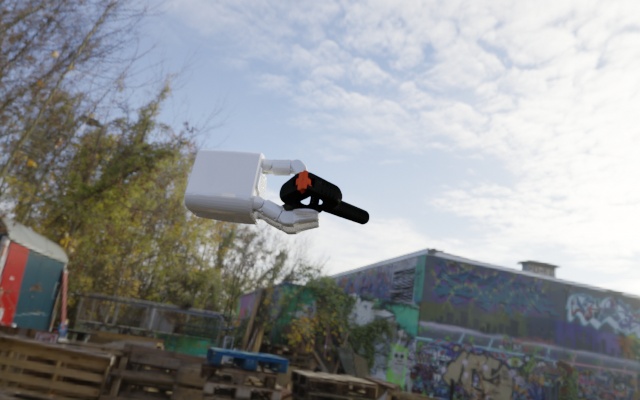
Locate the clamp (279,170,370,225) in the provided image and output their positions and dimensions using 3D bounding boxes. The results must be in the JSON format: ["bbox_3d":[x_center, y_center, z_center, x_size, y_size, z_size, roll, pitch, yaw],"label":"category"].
[{"bbox_3d":[0.000,0.001,0.746,0.164,0.036,0.210,3,-16,2],"label":"clamp"}]
